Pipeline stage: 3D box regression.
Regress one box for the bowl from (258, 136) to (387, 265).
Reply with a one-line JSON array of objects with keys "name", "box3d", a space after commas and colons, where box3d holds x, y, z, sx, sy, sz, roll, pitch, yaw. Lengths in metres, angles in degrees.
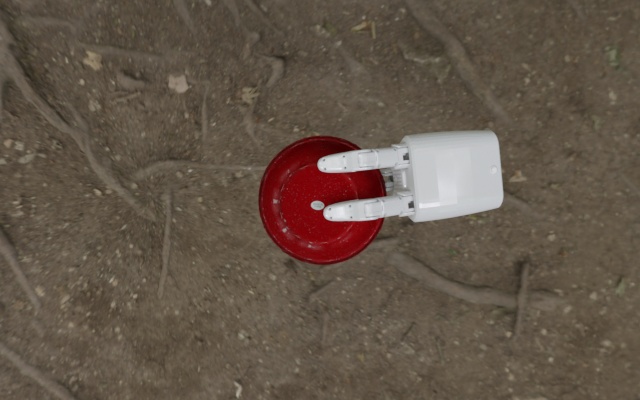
[{"name": "bowl", "box3d": [-0.001, 0.002, 0.569, 0.162, 0.162, 0.055, 0, 4, 5]}]
